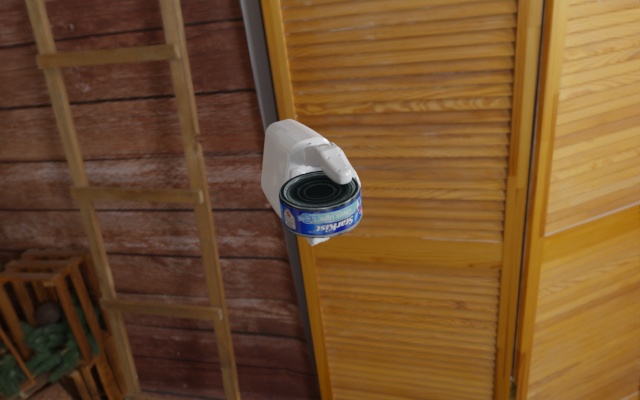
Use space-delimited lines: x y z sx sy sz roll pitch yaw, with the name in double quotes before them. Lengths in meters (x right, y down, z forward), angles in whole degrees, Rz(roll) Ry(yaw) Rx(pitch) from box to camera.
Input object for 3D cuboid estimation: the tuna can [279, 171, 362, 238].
"tuna can" 0.000 0.001 0.495 0.086 0.034 0.086 -4 30 2
